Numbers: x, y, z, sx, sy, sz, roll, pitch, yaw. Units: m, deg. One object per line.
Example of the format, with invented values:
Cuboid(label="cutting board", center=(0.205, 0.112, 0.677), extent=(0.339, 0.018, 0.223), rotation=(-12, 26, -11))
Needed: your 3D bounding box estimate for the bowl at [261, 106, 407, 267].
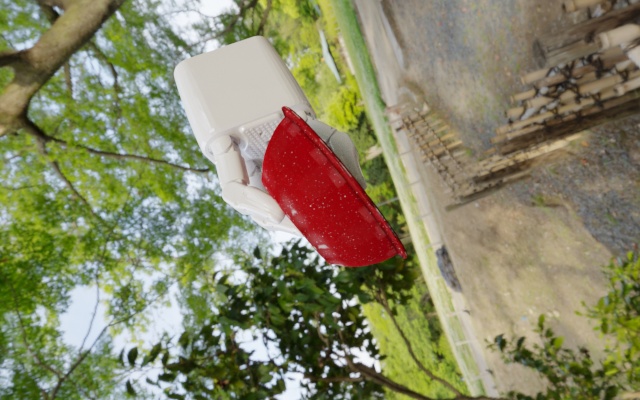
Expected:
Cuboid(label="bowl", center=(0.000, 0.002, 0.400), extent=(0.055, 0.162, 0.162), rotation=(-39, 1, -2))
